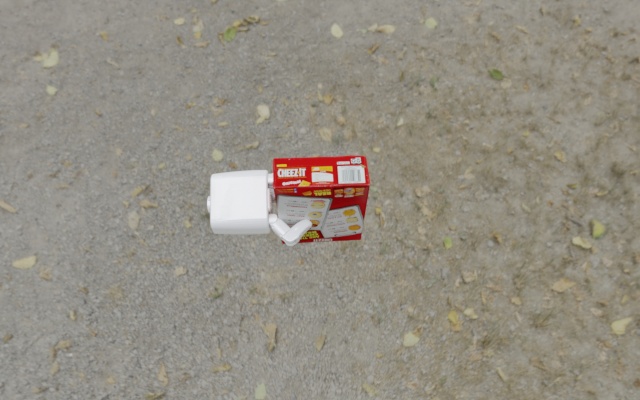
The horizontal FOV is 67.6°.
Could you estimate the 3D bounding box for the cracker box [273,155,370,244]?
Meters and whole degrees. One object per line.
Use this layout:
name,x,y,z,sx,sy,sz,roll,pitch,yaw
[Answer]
cracker box,0.000,0.003,0.894,0.164,0.072,0.214,-2,-30,-1
